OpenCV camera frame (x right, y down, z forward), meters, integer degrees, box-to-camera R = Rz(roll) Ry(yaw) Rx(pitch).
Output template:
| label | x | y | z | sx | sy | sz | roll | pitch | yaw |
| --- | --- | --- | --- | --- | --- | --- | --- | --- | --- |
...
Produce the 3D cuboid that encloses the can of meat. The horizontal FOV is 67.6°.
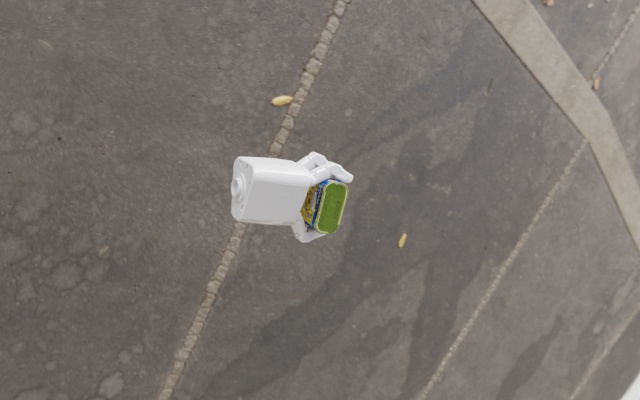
| label | x | y | z | sx | sy | sz | roll | pitch | yaw |
| --- | --- | --- | --- | --- | --- | --- | --- | --- | --- |
| can of meat | 0.000 | 0.003 | 0.874 | 0.057 | 0.102 | 0.084 | 7 | 13 | -32 |
